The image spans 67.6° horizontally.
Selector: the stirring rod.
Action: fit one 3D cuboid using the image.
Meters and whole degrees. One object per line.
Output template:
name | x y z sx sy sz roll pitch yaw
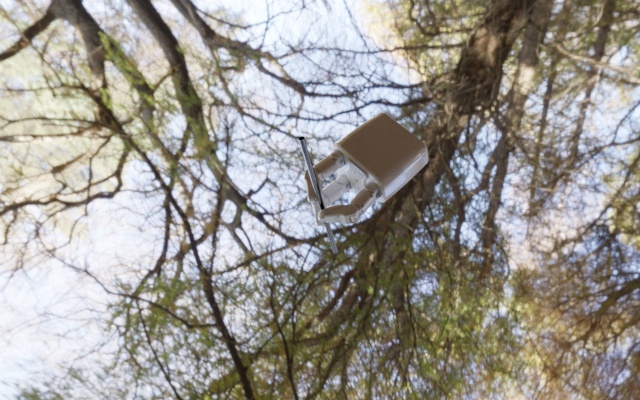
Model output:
stirring rod | 0.000 0.002 0.689 0.011 0.011 0.240 0 -42 16
